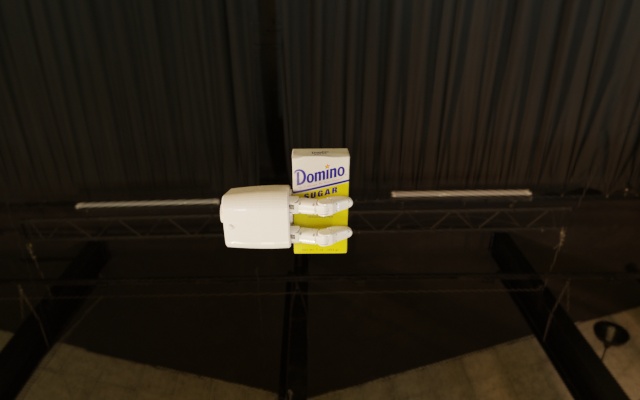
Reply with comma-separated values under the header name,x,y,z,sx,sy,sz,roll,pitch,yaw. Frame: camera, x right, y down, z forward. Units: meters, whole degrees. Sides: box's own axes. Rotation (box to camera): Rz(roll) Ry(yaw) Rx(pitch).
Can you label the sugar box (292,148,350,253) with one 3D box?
name,x,y,z,sx,sy,sz,roll,pitch,yaw
sugar box,0.000,0.003,0.795,0.093,0.176,0.048,-1,26,-2
